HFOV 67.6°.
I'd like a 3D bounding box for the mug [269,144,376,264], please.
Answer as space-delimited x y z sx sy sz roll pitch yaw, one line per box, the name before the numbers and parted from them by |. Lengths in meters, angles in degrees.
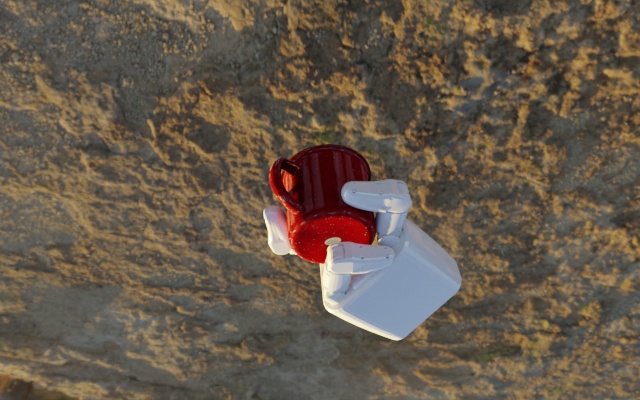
mug | -0.001 0.001 0.452 0.093 0.081 0.117 -36 -50 28
